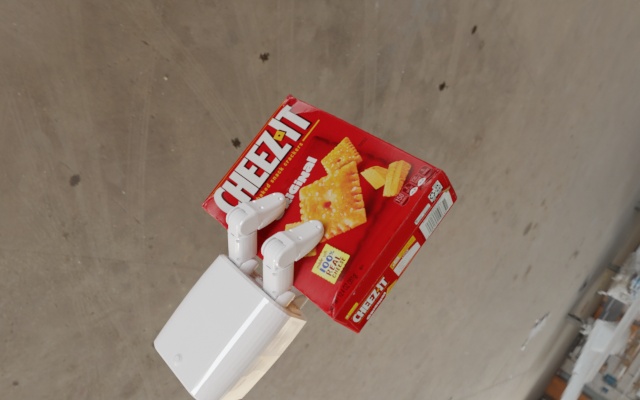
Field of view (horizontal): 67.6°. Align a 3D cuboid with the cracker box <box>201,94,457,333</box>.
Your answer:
[{"bbox_3d":[0.000,0.002,0.489,0.213,0.164,0.072,34,-7,35],"label":"cracker box"}]
